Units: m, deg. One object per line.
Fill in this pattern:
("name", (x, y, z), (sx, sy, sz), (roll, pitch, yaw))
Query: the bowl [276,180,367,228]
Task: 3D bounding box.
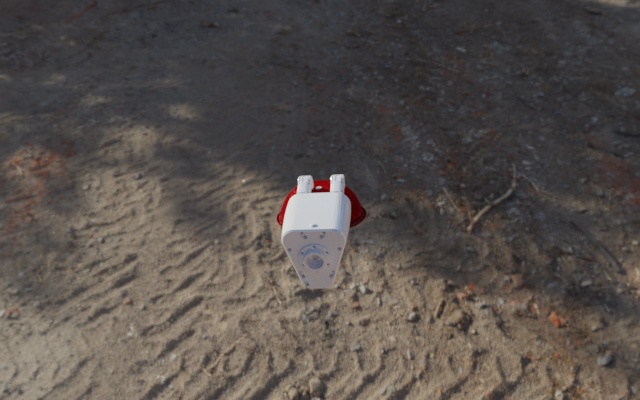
("bowl", (0.000, 0.002, 0.848), (0.162, 0.055, 0.162), (-3, 19, 1))
